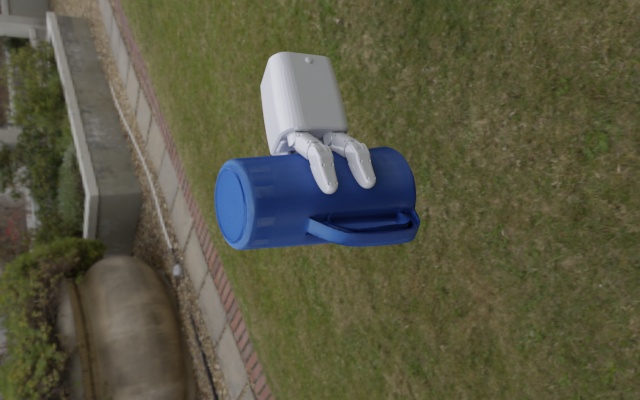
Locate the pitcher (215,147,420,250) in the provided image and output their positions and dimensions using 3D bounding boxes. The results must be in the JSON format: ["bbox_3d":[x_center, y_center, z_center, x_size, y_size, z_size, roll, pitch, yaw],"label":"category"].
[{"bbox_3d":[0.000,0.002,0.612,0.243,0.145,0.149,-5,-11,-33],"label":"pitcher"}]
